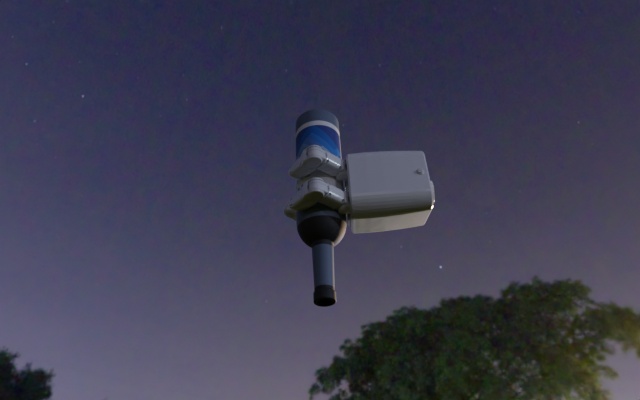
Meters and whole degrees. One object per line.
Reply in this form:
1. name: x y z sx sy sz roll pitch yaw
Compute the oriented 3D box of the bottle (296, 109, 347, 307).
1. bottle: 0.000 0.002 0.655 0.069 0.295 0.069 -2 -35 -1
